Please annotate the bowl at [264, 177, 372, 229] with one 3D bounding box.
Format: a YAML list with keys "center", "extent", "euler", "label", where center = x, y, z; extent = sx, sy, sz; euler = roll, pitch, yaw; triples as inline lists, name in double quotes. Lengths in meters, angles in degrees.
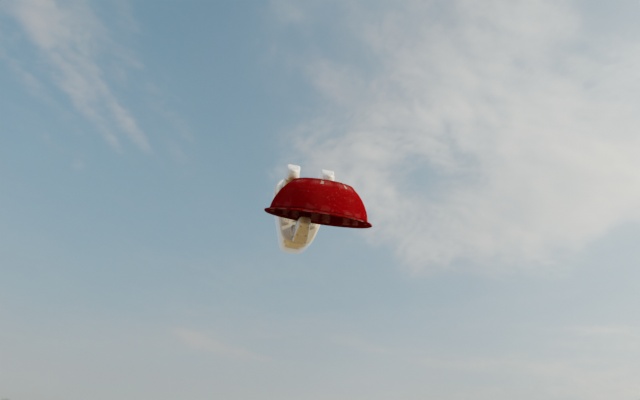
- center: [0.001, 0.002, 0.710]
  extent: [0.162, 0.055, 0.162]
  euler: [9, -7, 1]
  label: "bowl"
